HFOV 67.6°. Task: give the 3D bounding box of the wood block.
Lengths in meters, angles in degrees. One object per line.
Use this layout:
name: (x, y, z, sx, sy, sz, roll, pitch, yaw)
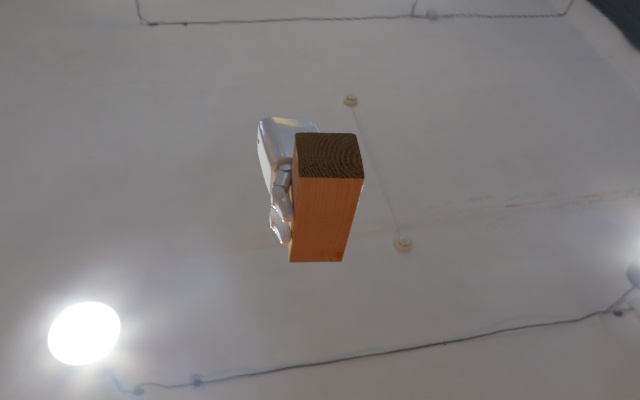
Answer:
wood block: (0.000, 0.002, 0.731, 0.091, 0.090, 0.206, 0, -39, -8)
